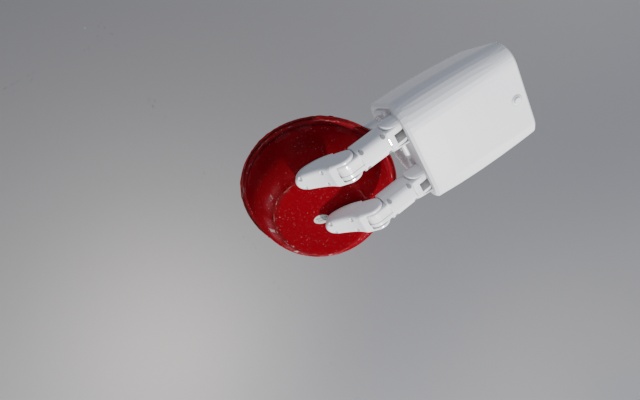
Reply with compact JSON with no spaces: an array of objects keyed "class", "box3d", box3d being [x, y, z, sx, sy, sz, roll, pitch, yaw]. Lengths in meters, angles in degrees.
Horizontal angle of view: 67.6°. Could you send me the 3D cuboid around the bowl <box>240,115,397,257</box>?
[{"class":"bowl","box3d":[-0.001,0.003,0.471,0.162,0.162,0.055,0,33,-4]}]
